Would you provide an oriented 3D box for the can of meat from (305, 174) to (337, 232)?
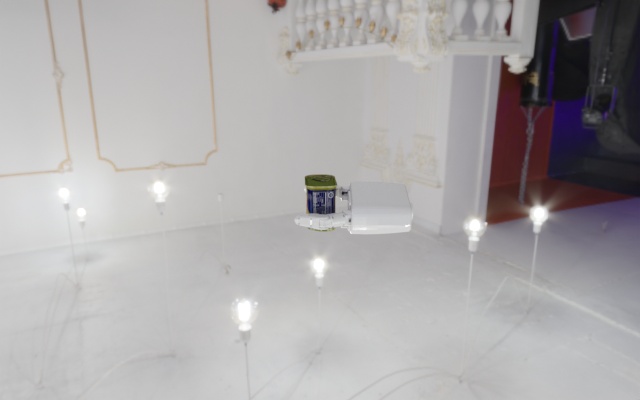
[{"bbox_3d":[0.000,0.003,0.879,0.057,0.084,0.102,-1,15,-2],"label":"can of meat"}]
